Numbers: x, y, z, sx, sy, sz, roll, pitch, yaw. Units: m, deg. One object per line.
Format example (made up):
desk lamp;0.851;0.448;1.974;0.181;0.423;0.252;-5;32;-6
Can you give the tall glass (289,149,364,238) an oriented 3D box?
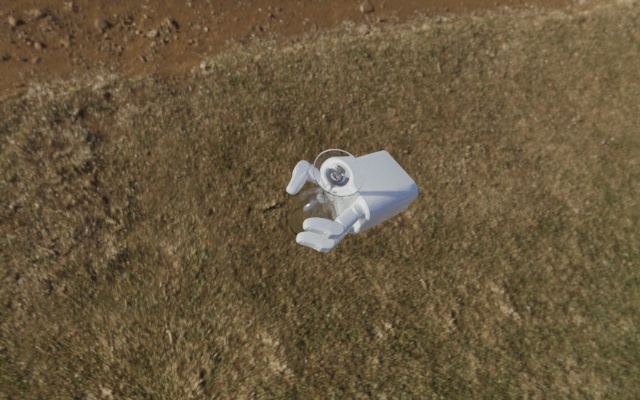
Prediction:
tall glass;0.000;0.002;0.744;0.079;0.079;0.201;0;-25;-17
